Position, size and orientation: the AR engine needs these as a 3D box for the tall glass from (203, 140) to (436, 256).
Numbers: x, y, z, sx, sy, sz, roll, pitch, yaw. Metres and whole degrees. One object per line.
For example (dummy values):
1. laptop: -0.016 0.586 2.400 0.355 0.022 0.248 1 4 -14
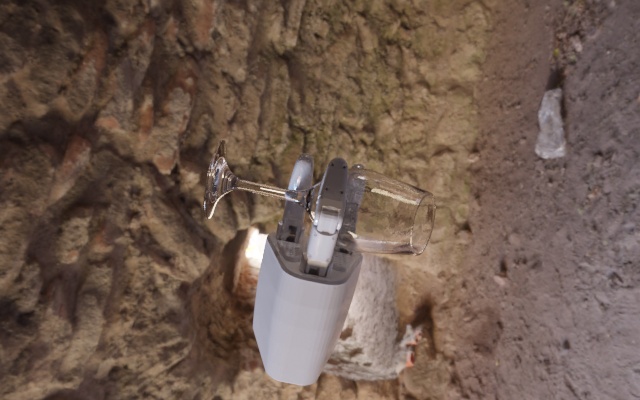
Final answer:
1. tall glass: -0.001 0.001 0.443 0.201 0.079 0.079 12 -1 -3
